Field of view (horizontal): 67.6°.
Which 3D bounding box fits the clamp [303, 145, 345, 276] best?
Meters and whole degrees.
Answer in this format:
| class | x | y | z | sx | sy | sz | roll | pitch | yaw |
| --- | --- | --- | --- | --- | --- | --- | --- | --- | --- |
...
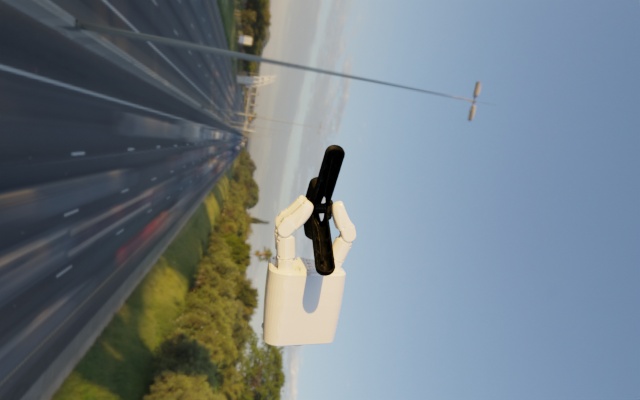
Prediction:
| class | x | y | z | sx | sy | sz | roll | pitch | yaw |
| --- | --- | --- | --- | --- | --- | --- | --- | --- | --- |
| clamp | 0.001 | 0.002 | 0.683 | 0.036 | 0.164 | 0.210 | 6 | 6 | -9 |
